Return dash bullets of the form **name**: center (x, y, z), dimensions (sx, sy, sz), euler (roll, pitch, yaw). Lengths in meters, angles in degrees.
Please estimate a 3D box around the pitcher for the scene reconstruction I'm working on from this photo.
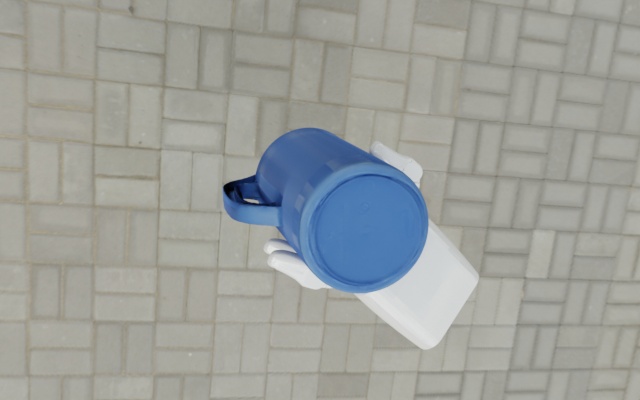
- **pitcher**: center (0.000, 0.002, 0.479), dimensions (0.145, 0.149, 0.242), euler (43, 0, -17)
